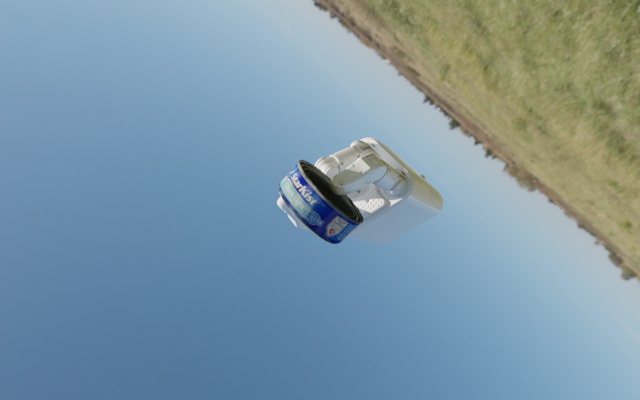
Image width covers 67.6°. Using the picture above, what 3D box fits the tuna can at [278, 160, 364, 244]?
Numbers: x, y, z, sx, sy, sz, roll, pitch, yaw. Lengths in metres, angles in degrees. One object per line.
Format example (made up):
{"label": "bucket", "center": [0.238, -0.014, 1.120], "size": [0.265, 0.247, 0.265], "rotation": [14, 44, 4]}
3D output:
{"label": "tuna can", "center": [0.000, 0.002, 0.468], "size": [0.034, 0.086, 0.086], "rotation": [-46, -13, 13]}
